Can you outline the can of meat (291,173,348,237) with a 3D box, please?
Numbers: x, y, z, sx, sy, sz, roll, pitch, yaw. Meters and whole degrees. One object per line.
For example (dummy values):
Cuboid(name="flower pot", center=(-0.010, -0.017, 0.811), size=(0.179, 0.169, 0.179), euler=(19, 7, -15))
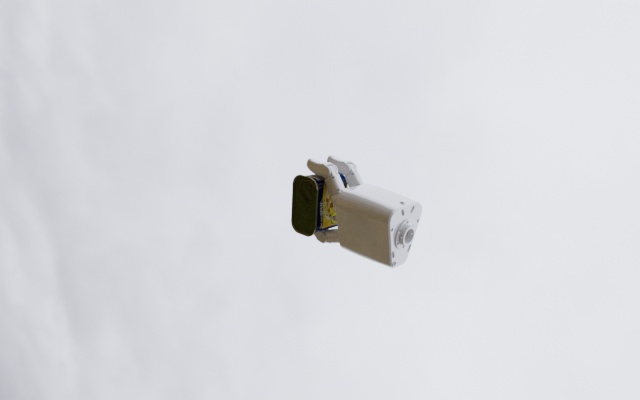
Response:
Cuboid(name="can of meat", center=(0.000, 0.003, 0.820), size=(0.057, 0.102, 0.084), euler=(17, 20, 41))
